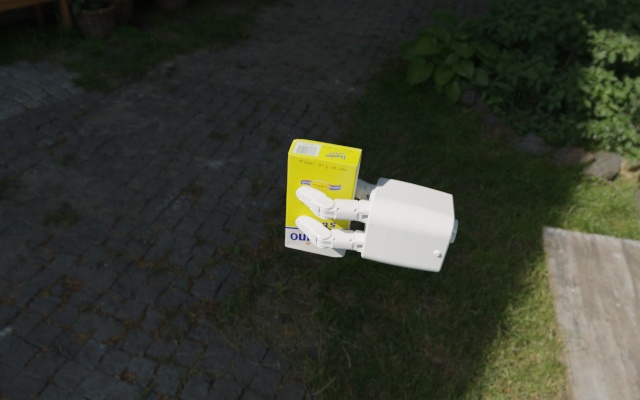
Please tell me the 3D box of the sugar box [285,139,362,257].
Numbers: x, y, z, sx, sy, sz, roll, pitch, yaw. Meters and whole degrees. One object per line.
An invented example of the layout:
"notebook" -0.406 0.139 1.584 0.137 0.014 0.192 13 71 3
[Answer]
"sugar box" 0.000 0.002 0.673 0.093 0.176 0.048 11 40 7
